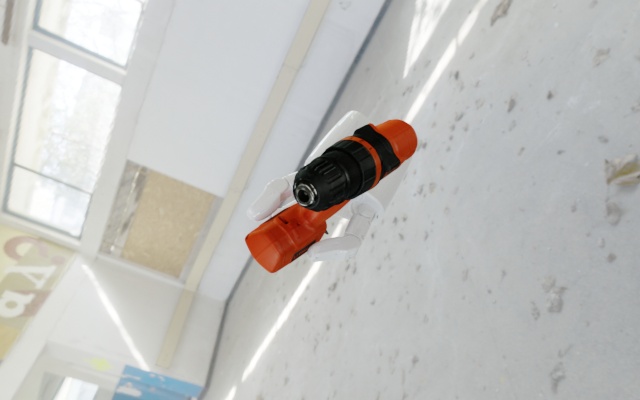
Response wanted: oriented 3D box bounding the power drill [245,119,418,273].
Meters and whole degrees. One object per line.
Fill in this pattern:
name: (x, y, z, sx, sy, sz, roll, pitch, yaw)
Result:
power drill: (0.000, 0.002, 0.480, 0.184, 0.057, 0.188, -30, -10, -49)
